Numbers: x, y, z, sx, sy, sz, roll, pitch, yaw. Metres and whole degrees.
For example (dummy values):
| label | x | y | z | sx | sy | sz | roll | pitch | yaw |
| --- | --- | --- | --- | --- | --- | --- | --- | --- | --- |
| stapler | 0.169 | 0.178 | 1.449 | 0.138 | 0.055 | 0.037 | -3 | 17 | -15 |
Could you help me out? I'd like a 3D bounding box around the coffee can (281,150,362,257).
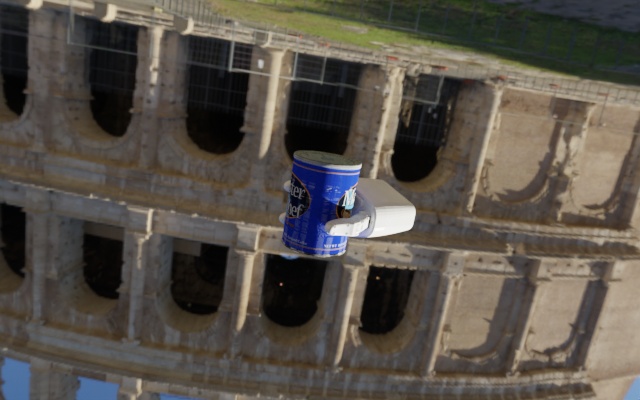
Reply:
| label | x | y | z | sx | sy | sz | roll | pitch | yaw |
| --- | --- | --- | --- | --- | --- | --- | --- | --- | --- |
| coffee can | 0.000 | 0.002 | 0.731 | 0.103 | 0.140 | 0.102 | 9 | 14 | -2 |
